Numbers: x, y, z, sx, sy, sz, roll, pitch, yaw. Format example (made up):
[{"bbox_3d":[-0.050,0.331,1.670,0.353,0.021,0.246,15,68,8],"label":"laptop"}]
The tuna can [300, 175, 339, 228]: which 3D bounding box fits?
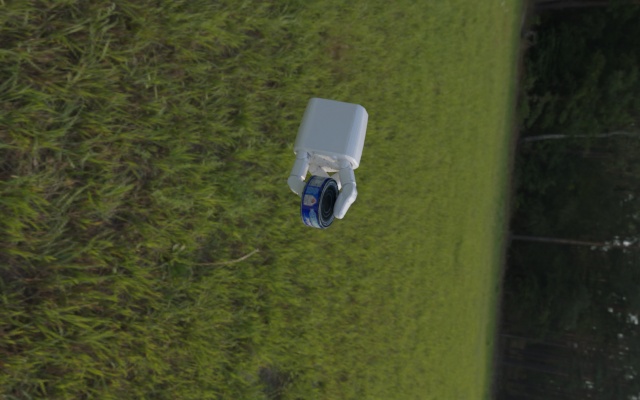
[{"bbox_3d":[0.001,0.003,0.788,0.034,0.086,0.086,10,4,23],"label":"tuna can"}]
